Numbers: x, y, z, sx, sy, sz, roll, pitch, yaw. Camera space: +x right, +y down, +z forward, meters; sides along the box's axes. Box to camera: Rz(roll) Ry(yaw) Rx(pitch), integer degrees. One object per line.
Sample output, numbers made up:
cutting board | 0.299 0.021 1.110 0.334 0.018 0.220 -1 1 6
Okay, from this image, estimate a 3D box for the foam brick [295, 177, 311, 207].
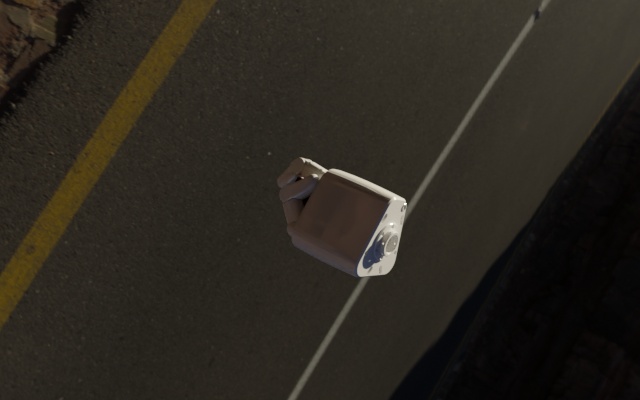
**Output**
foam brick | 0.000 0.002 0.680 0.051 0.053 0.078 24 11 36
